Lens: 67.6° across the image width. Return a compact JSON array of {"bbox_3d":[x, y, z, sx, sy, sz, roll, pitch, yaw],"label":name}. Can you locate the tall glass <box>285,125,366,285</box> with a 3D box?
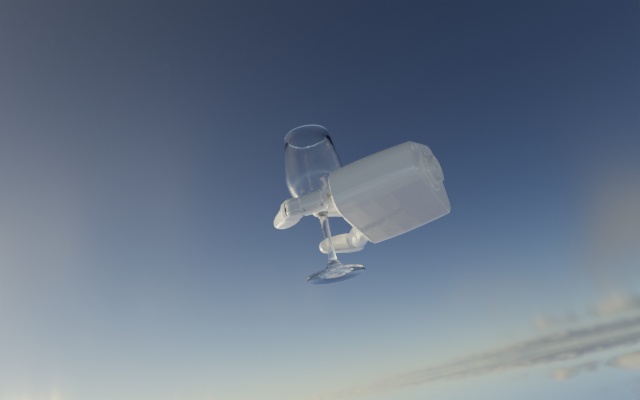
[{"bbox_3d":[0.000,0.003,0.621,0.079,0.201,0.079,-11,-22,-4],"label":"tall glass"}]
